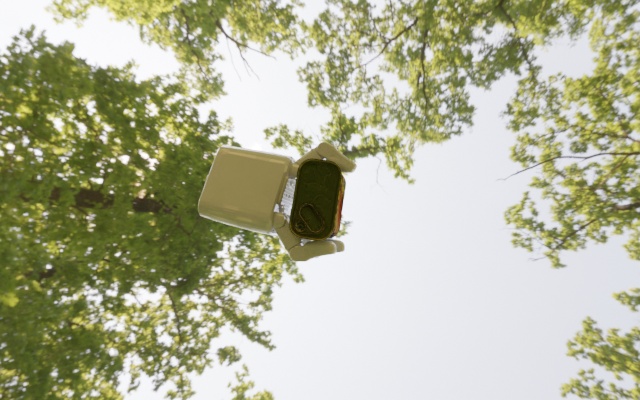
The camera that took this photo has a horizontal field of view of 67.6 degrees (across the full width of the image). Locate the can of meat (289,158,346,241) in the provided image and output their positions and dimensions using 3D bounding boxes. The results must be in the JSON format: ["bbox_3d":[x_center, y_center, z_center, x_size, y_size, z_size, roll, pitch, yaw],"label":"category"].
[{"bbox_3d":[0.000,0.002,0.634,0.057,0.102,0.084,8,-3,10],"label":"can of meat"}]
